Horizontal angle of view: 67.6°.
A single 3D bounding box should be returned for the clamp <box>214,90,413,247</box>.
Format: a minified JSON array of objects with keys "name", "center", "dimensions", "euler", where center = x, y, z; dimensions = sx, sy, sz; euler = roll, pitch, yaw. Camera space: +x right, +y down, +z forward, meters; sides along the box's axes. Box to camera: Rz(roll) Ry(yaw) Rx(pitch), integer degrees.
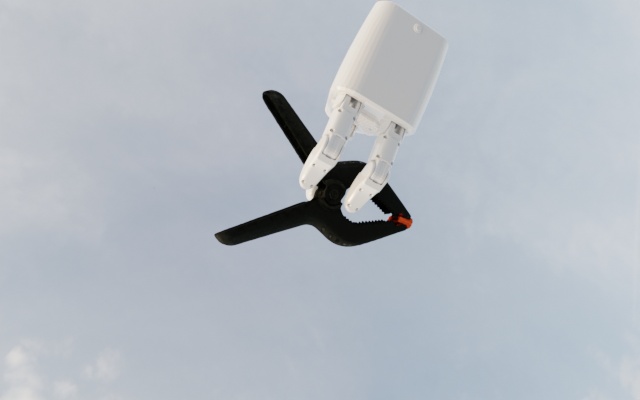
[{"name":"clamp","center":[0.000,0.002,0.511],"dimensions":[0.210,0.164,0.036],"euler":[27,-8,-18]}]
